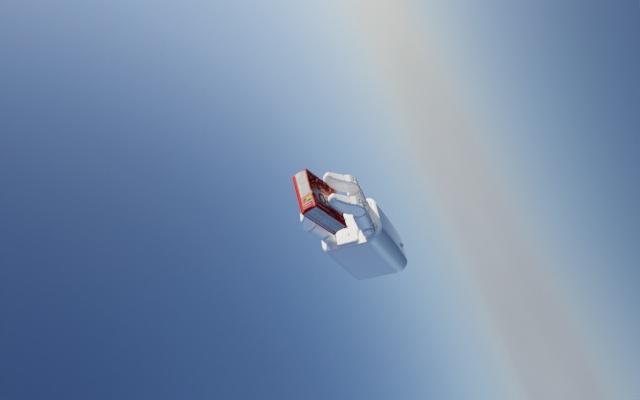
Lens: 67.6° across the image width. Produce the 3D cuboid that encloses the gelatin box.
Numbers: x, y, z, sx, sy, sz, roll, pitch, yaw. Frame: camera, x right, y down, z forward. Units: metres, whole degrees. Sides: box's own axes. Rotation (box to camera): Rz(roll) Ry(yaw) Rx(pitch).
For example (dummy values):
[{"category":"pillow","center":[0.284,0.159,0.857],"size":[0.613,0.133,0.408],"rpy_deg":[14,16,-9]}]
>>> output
[{"category":"gelatin box","center":[0.000,0.002,0.726],"size":[0.030,0.073,0.089],"rpy_deg":[-32,-39,21]}]
